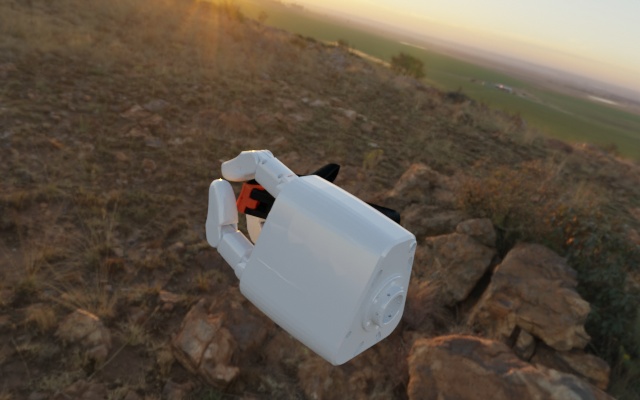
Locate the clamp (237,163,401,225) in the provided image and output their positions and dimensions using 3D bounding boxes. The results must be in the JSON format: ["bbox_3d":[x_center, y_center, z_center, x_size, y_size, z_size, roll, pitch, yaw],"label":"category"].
[{"bbox_3d":[0.000,0.001,0.477,0.120,0.039,0.171,31,27,34],"label":"clamp"}]
